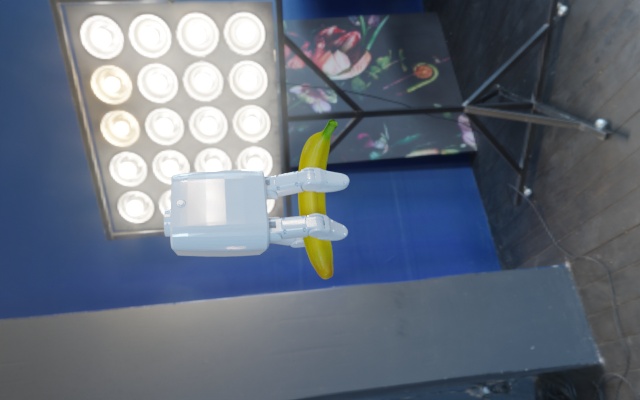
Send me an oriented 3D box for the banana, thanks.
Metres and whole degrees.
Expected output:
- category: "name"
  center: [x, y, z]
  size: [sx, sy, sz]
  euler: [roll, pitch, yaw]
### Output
- category: "banana"
  center: [-0.006, 0.000, 0.613]
  size: [0.037, 0.198, 0.069]
  euler: [1, -4, -19]
